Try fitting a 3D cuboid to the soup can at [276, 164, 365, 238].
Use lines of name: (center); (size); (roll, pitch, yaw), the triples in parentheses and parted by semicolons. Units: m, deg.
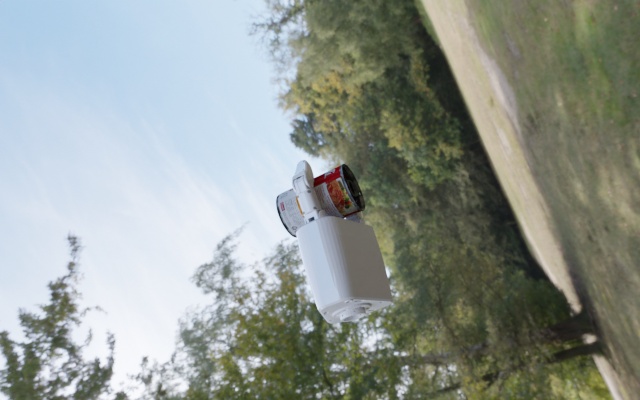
soup can: (0.000, 0.002, 0.643); (0.102, 0.068, 0.068); (-24, -8, 17)
